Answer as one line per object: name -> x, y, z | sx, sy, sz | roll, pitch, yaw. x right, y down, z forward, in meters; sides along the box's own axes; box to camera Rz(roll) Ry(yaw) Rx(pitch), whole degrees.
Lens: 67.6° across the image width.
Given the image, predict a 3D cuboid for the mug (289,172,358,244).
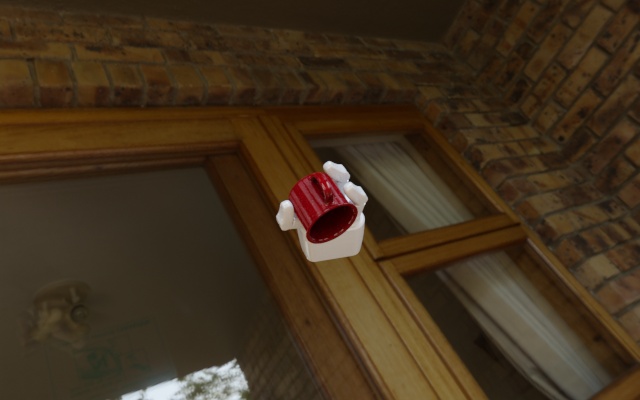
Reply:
mug -> 0.000, 0.002, 0.761 | 0.093, 0.081, 0.117 | -24, -33, -15
